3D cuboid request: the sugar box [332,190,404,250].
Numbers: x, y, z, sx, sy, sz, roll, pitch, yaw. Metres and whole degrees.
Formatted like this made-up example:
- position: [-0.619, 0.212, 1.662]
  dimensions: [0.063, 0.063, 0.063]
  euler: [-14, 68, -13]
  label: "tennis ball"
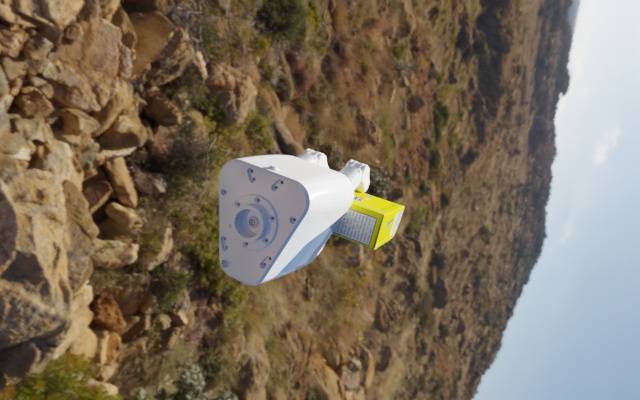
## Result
- position: [0.000, 0.001, 0.556]
  dimensions: [0.176, 0.048, 0.093]
  euler: [21, 13, 19]
  label: "sugar box"
